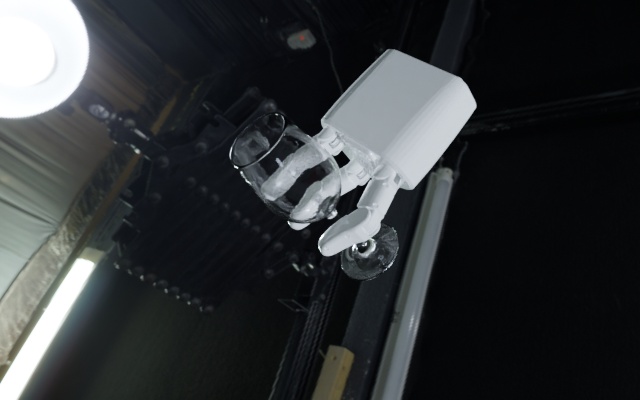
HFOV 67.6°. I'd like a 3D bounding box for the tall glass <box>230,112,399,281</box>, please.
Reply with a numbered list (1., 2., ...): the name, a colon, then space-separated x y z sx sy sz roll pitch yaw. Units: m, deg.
1. tall glass: 0.000 0.002 0.473 0.079 0.079 0.201 0 -33 41
